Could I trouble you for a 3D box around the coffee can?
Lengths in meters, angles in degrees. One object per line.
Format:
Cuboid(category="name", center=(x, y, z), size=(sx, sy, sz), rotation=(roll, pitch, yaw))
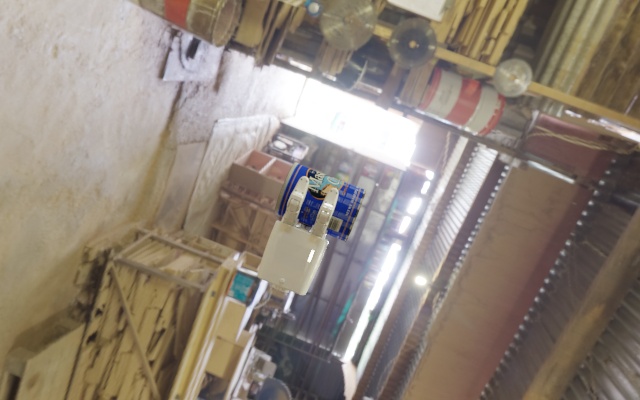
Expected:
Cuboid(category="coffee can", center=(0.000, 0.003, 0.875), size=(0.140, 0.103, 0.103), rotation=(21, 1, 3))
